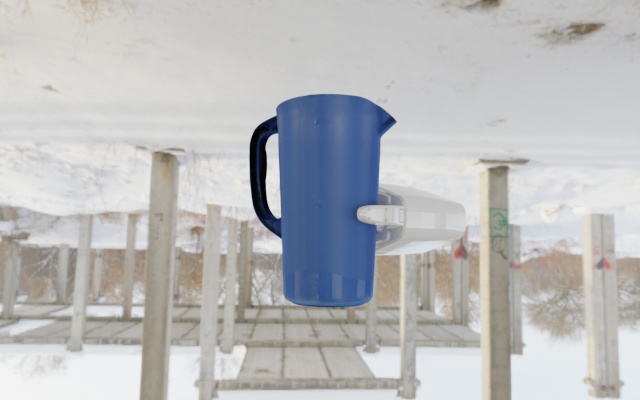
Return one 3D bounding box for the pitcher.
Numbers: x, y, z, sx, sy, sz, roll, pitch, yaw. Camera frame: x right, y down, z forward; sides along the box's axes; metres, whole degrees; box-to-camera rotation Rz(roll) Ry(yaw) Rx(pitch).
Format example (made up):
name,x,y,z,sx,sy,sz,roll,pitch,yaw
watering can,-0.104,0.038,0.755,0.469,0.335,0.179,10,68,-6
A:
name,x,y,z,sx,sy,sz,roll,pitch,yaw
pitcher,0.000,0.002,0.586,0.145,0.243,0.149,4,-6,-28
